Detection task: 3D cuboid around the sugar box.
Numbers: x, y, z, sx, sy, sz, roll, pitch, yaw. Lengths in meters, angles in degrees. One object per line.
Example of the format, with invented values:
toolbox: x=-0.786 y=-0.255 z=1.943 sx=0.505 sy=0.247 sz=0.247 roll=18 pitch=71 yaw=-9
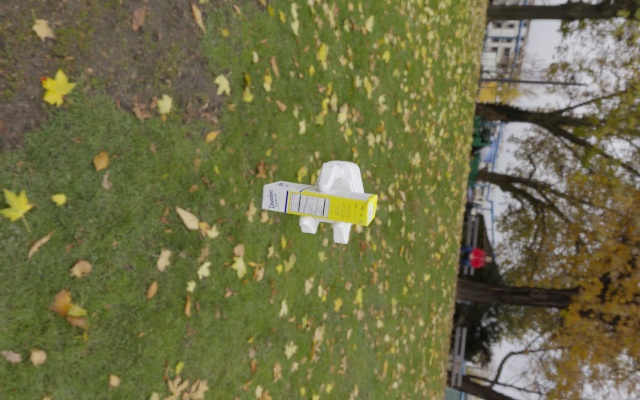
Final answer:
sugar box: x=0.000 y=0.003 z=0.795 sx=0.176 sy=0.048 sz=0.093 roll=7 pitch=9 yaw=14
